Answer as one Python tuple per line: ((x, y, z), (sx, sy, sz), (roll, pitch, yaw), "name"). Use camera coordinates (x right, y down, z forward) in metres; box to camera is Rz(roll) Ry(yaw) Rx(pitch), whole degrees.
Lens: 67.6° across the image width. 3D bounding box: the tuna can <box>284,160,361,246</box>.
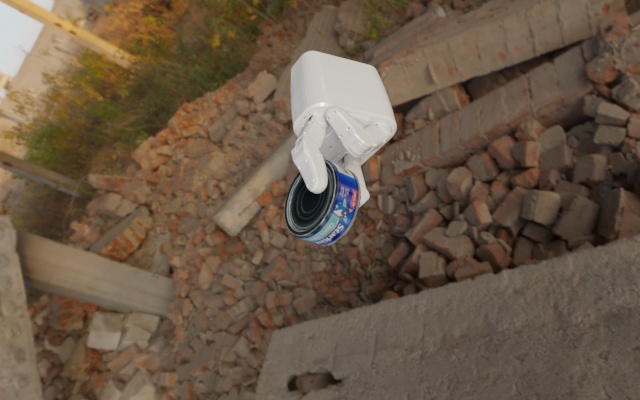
((0.000, 0.001, 0.493), (0.034, 0.086, 0.086), (22, -13, -35), "tuna can")
